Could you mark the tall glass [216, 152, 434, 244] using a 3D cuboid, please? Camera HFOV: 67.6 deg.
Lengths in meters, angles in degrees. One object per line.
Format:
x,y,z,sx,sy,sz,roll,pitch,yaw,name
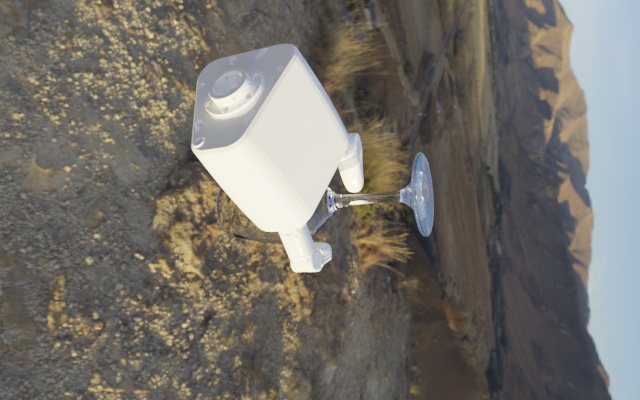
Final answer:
0.001,0.002,0.457,0.201,0.079,0.079,-5,-2,24,tall glass
